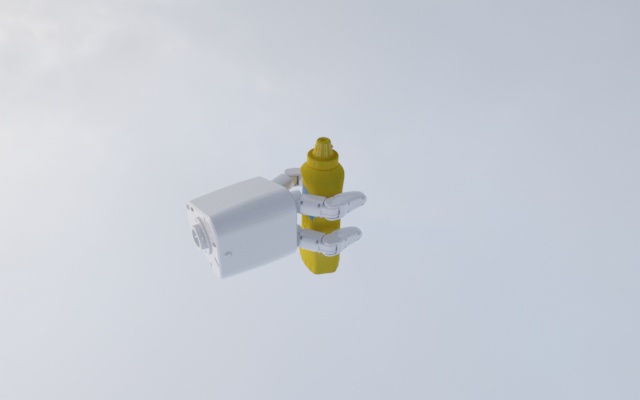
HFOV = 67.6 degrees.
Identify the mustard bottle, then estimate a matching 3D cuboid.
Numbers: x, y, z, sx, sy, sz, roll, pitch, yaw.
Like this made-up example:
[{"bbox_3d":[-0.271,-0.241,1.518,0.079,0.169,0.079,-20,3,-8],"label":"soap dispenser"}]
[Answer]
[{"bbox_3d":[0.000,0.002,0.653,0.058,0.192,0.096,-4,36,-9],"label":"mustard bottle"}]
